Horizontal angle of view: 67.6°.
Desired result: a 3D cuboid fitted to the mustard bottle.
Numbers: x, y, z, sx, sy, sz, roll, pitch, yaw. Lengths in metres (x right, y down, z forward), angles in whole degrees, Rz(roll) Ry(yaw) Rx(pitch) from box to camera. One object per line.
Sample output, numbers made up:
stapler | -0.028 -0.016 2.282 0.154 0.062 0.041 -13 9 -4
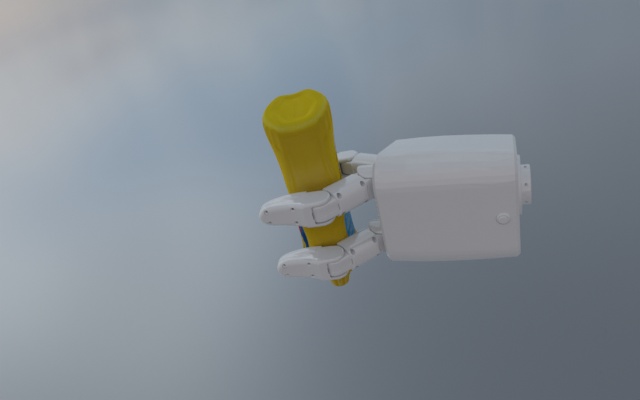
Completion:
mustard bottle | 0.000 0.001 0.442 0.058 0.192 0.096 -15 29 1
